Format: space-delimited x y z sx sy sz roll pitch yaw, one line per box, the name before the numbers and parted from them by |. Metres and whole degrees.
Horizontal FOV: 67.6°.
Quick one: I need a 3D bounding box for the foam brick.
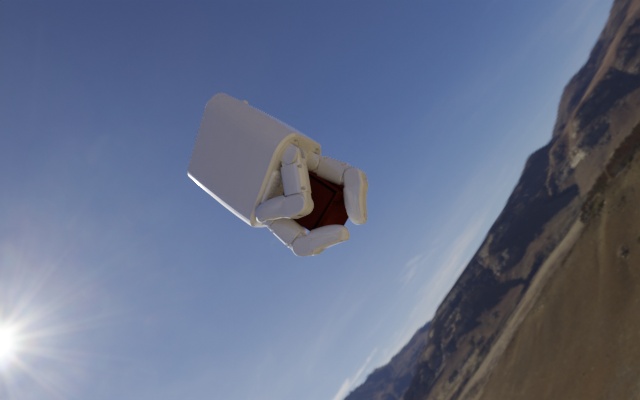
foam brick | 0.000 0.002 0.530 0.051 0.053 0.078 33 9 21
